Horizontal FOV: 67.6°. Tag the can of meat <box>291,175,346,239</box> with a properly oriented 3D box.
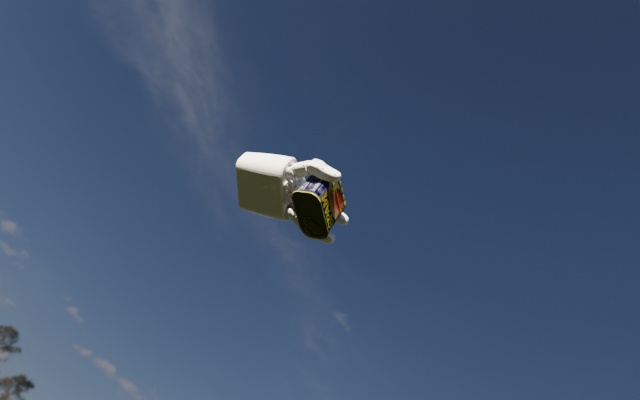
[{"bbox_3d":[0.000,0.003,0.850,0.057,0.102,0.084,7,39,29],"label":"can of meat"}]
